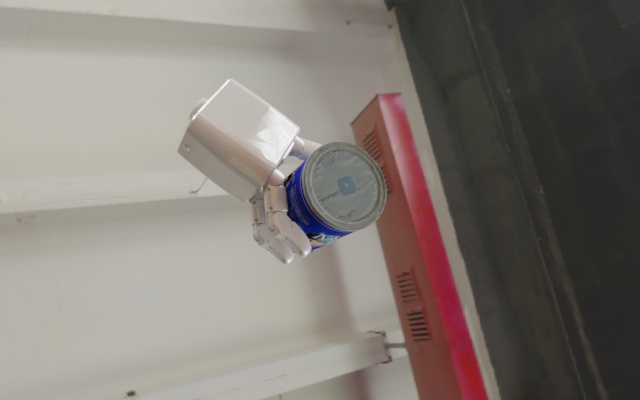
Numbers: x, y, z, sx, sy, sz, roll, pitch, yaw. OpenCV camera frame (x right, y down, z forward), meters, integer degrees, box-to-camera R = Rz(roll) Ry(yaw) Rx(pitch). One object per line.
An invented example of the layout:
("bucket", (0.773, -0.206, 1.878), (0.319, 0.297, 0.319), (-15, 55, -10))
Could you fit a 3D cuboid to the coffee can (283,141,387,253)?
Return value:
("coffee can", (0.000, 0.002, 0.581), (0.103, 0.102, 0.140), (0, -16, -26))
